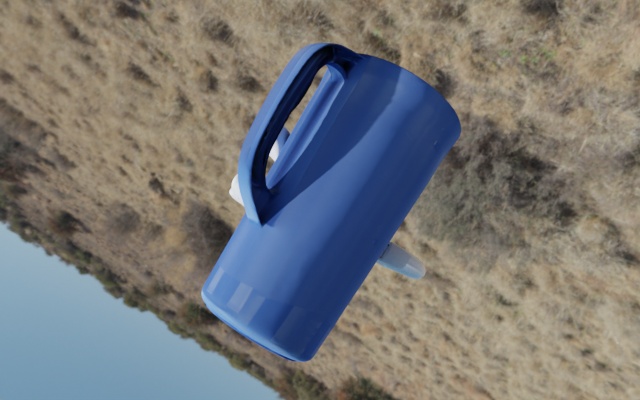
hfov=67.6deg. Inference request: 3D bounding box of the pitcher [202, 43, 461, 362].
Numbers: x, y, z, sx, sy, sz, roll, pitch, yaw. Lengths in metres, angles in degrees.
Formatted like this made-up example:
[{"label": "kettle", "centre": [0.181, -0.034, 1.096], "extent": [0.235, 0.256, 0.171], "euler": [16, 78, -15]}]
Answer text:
[{"label": "pitcher", "centre": [0.000, 0.001, 0.407], "extent": [0.149, 0.243, 0.145], "euler": [31, -10, 2]}]
